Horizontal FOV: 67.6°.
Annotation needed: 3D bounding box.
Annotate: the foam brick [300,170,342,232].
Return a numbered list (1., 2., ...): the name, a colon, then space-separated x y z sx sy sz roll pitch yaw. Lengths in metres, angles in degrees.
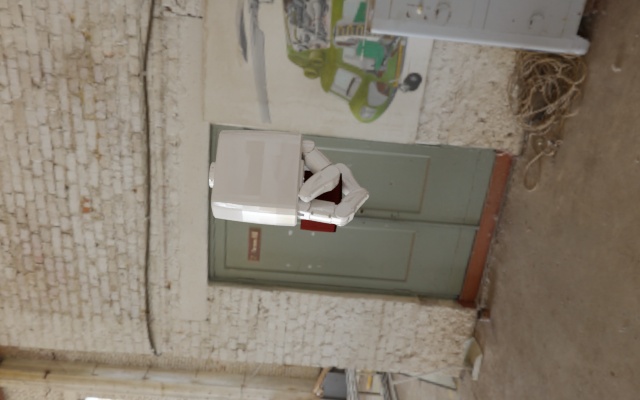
1. foam brick: 0.000 0.002 0.653 0.051 0.053 0.078 3 -32 -3
